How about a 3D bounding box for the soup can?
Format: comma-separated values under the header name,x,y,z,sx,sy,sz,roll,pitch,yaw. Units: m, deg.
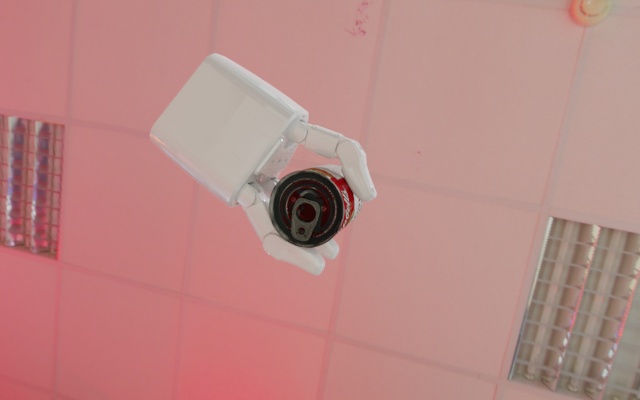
name,x,y,z,sx,sy,sz,roll,pitch,yaw
soup can,0.001,0.002,0.457,0.068,0.068,0.102,0,7,15
